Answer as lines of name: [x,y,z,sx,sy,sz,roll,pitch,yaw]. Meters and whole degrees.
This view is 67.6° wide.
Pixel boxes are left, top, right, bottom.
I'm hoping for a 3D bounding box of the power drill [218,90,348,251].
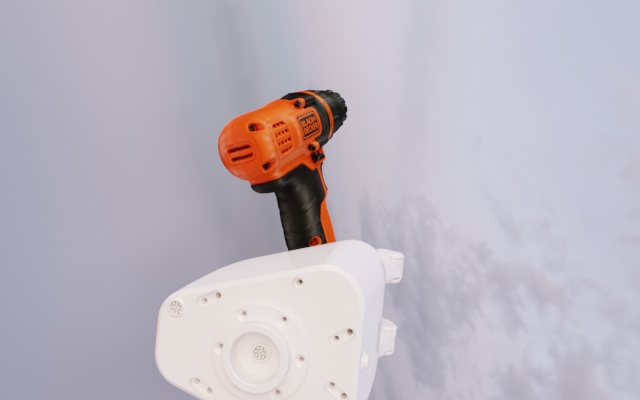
power drill: [0.000,0.002,0.405,0.057,0.188,0.184,-13,14,28]
